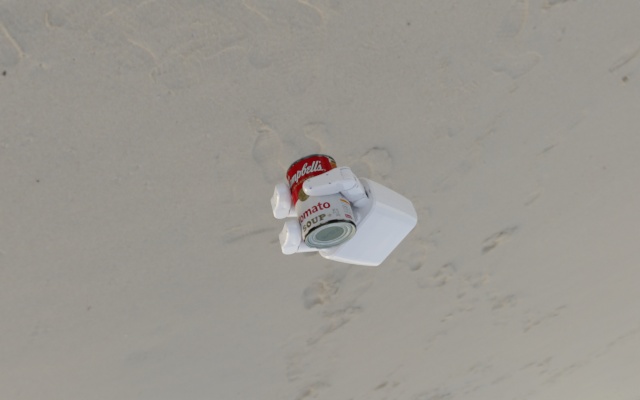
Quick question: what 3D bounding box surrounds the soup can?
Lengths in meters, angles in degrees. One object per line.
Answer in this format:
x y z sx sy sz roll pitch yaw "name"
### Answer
0.000 0.002 0.599 0.068 0.102 0.068 -12 -31 -7 "soup can"
